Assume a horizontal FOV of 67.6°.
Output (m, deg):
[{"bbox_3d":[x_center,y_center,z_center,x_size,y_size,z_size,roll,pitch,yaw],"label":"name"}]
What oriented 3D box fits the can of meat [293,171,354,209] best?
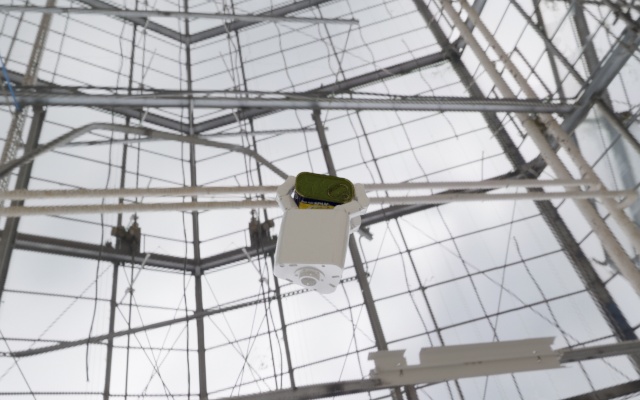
[{"bbox_3d":[0.000,0.003,0.840,0.102,0.057,0.084,9,-42,-6],"label":"can of meat"}]
